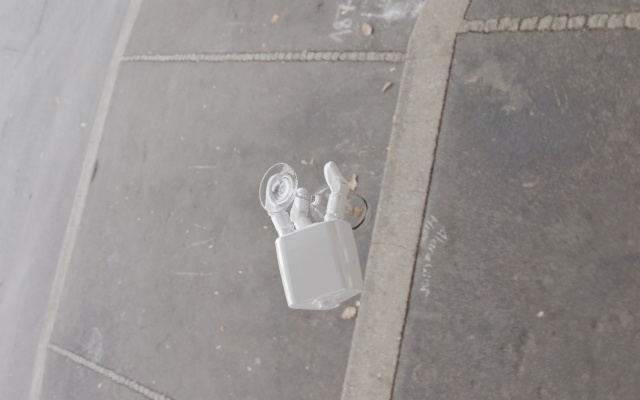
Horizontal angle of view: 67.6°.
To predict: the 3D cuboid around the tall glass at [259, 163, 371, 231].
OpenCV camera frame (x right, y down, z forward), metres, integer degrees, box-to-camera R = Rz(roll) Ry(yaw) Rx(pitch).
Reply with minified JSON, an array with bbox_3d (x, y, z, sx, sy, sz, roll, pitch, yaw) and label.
[{"bbox_3d":[0.000,0.002,0.764,0.079,0.079,0.201,0,-12,40],"label":"tall glass"}]
